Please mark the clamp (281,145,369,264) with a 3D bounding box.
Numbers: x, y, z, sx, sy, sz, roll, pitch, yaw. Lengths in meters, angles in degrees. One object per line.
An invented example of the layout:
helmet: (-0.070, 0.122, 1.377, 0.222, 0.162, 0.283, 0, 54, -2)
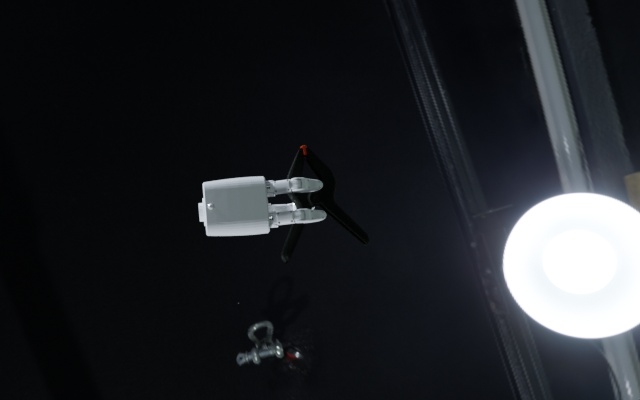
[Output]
clamp: (0.000, 0.003, 0.869, 0.164, 0.210, 0.036, -4, -11, -16)
